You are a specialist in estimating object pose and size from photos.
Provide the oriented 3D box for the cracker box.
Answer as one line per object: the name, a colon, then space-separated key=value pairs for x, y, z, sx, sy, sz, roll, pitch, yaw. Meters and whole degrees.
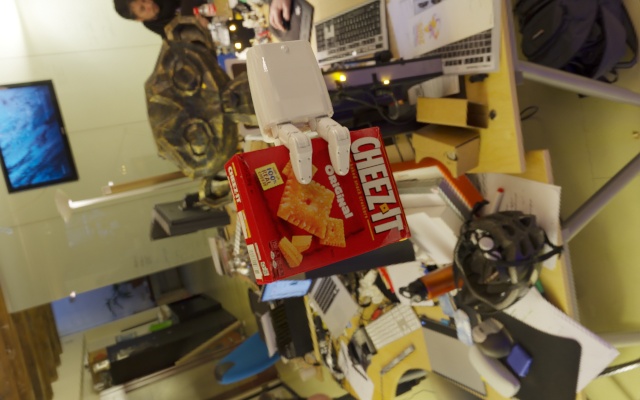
cracker box: x=0.000 y=0.002 z=0.637 sx=0.213 sy=0.164 sz=0.072 roll=-15 pitch=-3 yaw=-25
